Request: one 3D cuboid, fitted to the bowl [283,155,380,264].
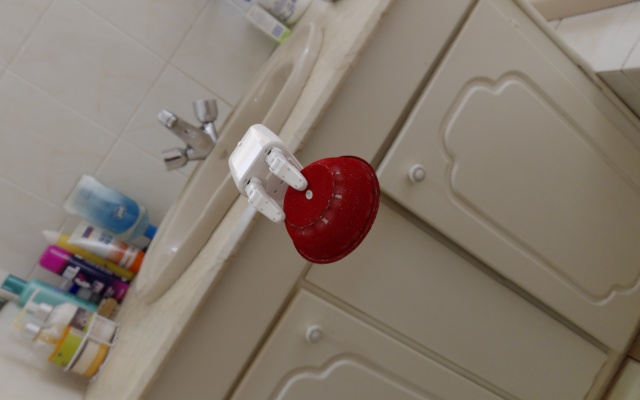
[{"bbox_3d":[0.001,0.002,0.649,0.162,0.162,0.055,0,-20,44],"label":"bowl"}]
